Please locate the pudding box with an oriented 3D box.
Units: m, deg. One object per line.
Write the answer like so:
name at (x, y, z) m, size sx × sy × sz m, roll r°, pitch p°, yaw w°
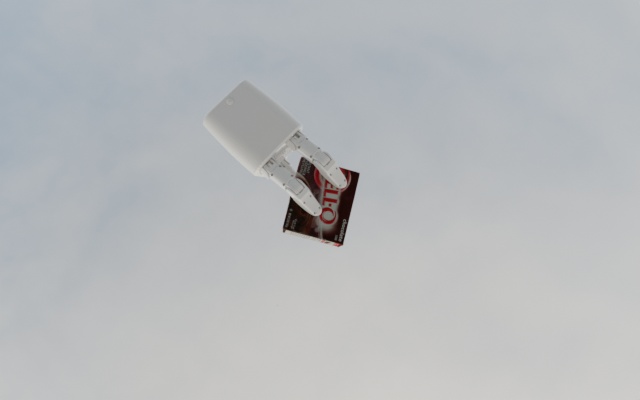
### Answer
pudding box at (0.000, 0.002, 0.691) m, size 0.090 × 0.113 × 0.039 m, roll 15°, pitch -11°, yaw -5°
